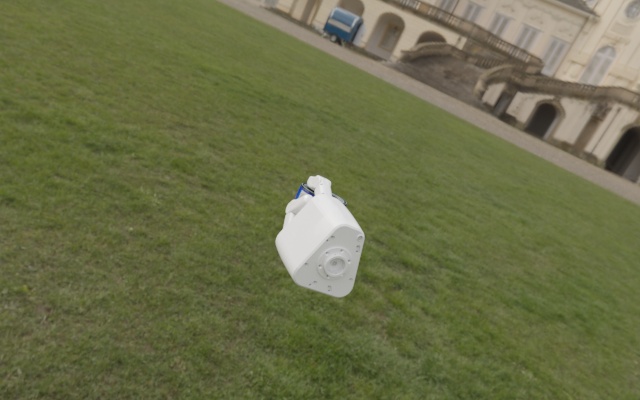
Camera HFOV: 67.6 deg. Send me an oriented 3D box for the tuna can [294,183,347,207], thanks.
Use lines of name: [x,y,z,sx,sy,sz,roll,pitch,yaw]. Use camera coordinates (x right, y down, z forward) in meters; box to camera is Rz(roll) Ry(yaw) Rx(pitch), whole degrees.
tuna can: [0.000,0.002,0.803,0.086,0.034,0.086,23,11,-5]
